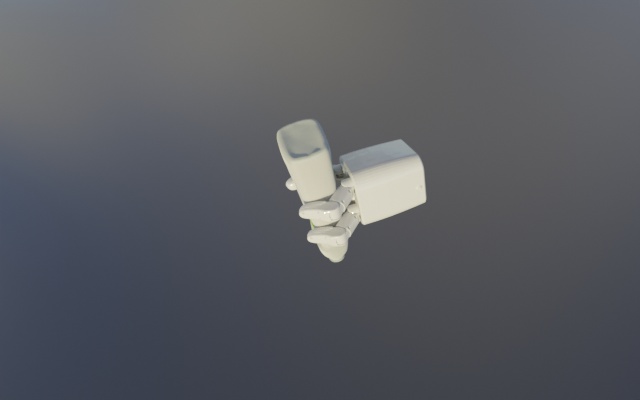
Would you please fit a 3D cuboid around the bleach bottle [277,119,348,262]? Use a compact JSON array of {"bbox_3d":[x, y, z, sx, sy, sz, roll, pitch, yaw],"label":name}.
[{"bbox_3d":[0.000,0.003,0.752,0.068,0.251,0.102,-18,43,-2],"label":"bleach bottle"}]
